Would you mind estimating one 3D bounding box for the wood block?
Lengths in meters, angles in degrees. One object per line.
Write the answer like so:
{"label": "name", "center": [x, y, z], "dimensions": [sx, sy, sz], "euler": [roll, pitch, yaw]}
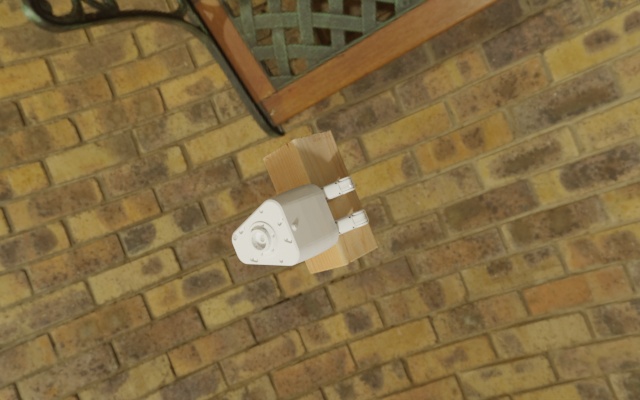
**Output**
{"label": "wood block", "center": [0.000, 0.003, 0.779], "dimensions": [0.090, 0.206, 0.091], "euler": [-22, -1, -44]}
